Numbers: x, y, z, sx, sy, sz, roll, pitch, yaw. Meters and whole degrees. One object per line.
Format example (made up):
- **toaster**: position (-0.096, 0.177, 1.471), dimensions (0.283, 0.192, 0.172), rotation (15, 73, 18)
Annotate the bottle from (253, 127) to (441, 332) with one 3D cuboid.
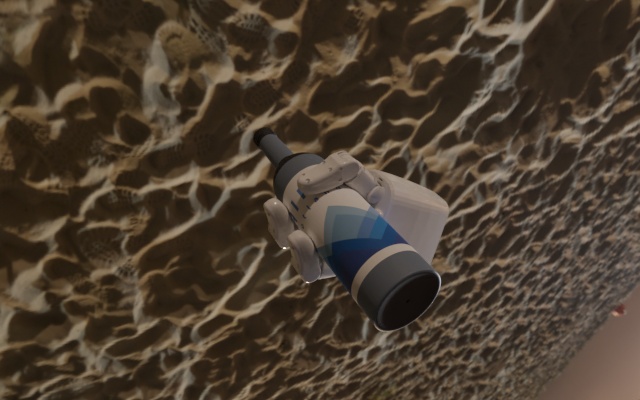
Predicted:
- **bottle**: position (0.000, 0.002, 0.483), dimensions (0.069, 0.069, 0.295), rotation (0, 33, -35)
